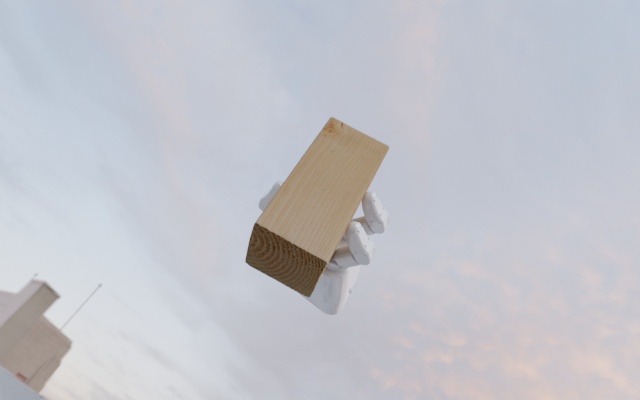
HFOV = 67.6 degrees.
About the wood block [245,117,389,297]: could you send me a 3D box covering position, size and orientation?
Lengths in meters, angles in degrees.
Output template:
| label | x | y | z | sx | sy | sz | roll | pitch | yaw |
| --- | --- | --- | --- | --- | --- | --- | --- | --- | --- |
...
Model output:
| label | x | y | z | sx | sy | sz | roll | pitch | yaw |
| --- | --- | --- | --- | --- | --- | --- | --- | --- | --- |
| wood block | 0.000 | 0.002 | 0.598 | 0.091 | 0.206 | 0.090 | 28 | -40 | 5 |
